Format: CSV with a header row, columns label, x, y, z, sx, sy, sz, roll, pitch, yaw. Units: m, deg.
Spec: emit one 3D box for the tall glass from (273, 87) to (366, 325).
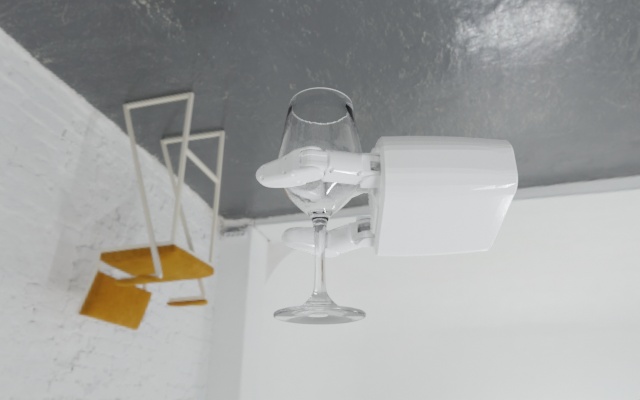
label,x,y,z,sx,sy,sz,roll,pitch,yaw
tall glass,0.000,0.002,0.419,0.079,0.201,0.079,0,-23,0
